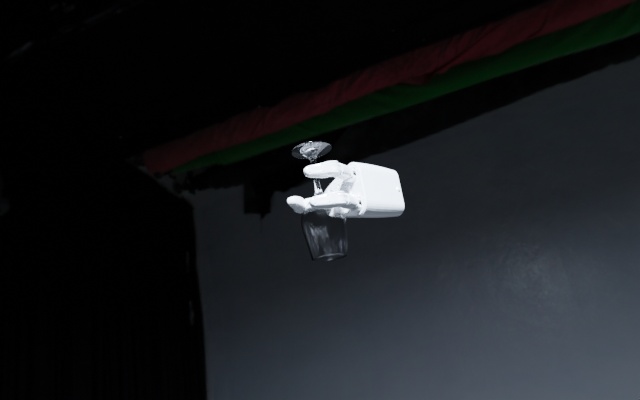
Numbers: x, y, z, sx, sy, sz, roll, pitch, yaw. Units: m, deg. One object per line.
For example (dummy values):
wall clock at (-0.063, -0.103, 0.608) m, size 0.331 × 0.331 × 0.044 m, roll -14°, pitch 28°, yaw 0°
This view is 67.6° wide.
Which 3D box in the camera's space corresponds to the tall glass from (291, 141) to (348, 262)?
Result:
tall glass at (0.000, 0.002, 0.833) m, size 0.079 × 0.201 × 0.079 m, roll -9°, pitch -16°, yaw -3°
